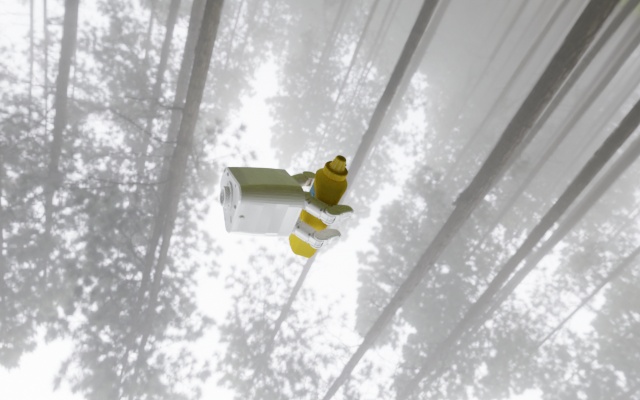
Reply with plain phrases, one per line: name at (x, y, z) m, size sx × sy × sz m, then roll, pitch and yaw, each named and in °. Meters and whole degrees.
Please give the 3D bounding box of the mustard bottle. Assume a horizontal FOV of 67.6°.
mustard bottle at (0.000, 0.003, 0.820) m, size 0.058 × 0.192 × 0.096 m, roll 19°, pitch 35°, yaw -8°
